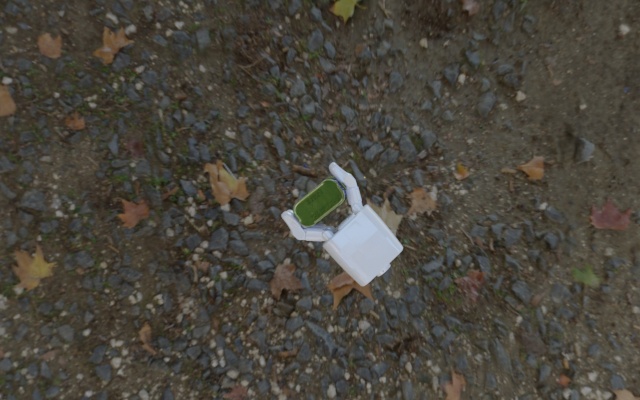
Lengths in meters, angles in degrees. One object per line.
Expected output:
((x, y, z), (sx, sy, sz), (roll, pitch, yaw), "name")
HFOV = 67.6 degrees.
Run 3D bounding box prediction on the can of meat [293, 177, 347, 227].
((0.000, 0.003, 0.879), (0.102, 0.057, 0.084), (-39, -1, 6), "can of meat")
